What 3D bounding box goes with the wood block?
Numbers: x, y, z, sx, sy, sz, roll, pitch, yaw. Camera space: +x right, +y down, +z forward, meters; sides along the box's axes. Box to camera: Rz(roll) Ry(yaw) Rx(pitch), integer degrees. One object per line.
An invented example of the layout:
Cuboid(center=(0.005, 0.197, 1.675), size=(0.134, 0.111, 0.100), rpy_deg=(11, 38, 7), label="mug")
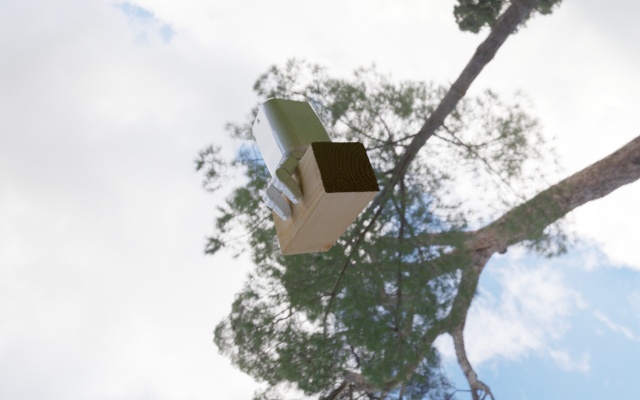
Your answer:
Cuboid(center=(0.000, 0.002, 0.767), size=(0.091, 0.090, 0.206), rpy_deg=(-3, -28, -25), label="wood block")
